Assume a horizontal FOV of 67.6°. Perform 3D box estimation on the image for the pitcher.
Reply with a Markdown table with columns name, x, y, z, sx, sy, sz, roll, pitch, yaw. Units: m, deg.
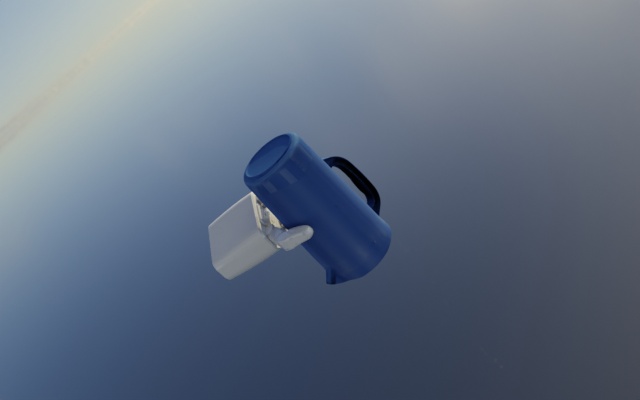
| name | x | y | z | sx | sy | sz | roll | pitch | yaw |
| --- | --- | --- | --- | --- | --- | --- | --- | --- | --- |
| pitcher | 0.000 | 0.003 | 0.765 | 0.145 | 0.243 | 0.149 | -35 | 29 | 15 |
